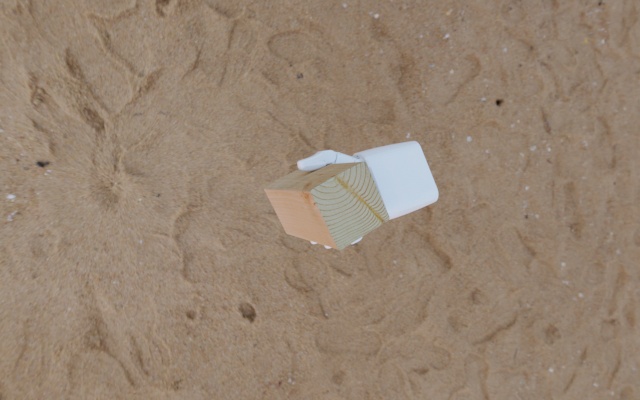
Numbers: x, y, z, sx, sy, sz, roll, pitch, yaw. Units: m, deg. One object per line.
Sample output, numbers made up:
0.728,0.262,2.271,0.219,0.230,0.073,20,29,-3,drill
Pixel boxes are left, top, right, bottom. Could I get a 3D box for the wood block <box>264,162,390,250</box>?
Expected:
0.000,0.002,0.714,0.090,0.091,0.206,-29,13,-20,wood block
